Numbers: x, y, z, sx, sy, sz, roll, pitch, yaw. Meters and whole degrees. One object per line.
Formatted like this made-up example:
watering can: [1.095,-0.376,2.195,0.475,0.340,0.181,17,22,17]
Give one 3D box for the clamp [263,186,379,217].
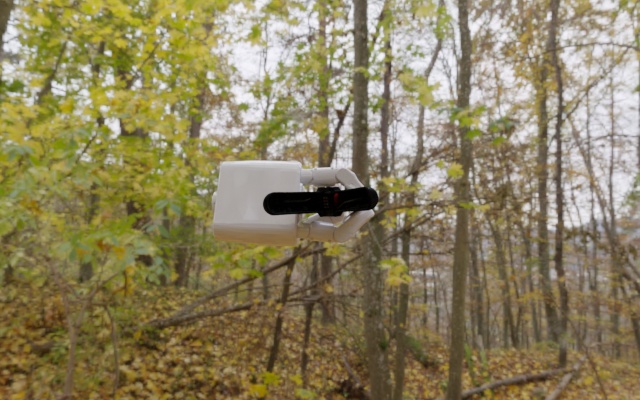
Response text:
clamp: [0.000,0.001,0.562,0.120,0.039,0.171,3,-3,1]
